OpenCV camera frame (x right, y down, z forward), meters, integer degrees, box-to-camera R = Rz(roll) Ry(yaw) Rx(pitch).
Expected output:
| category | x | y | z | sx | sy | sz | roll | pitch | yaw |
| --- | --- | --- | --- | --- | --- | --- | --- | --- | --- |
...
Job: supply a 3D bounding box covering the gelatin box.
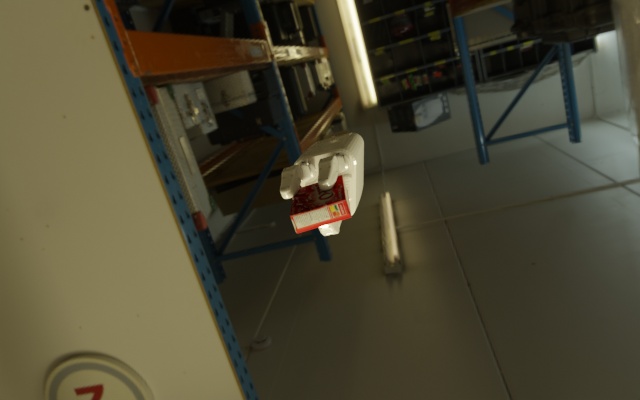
| category | x | y | z | sx | sy | sz | roll | pitch | yaw |
| --- | --- | --- | --- | --- | --- | --- | --- | --- | --- |
| gelatin box | 0.000 | 0.003 | 0.627 | 0.073 | 0.030 | 0.089 | -16 | 23 | 7 |
